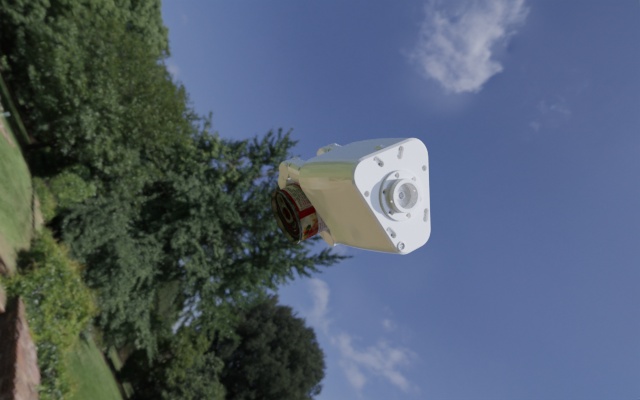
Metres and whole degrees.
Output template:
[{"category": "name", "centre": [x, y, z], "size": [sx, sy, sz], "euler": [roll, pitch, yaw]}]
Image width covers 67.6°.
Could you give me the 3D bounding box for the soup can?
[{"category": "soup can", "centre": [0.000, 0.002, 0.585], "size": [0.102, 0.068, 0.068], "euler": [-23, 10, -25]}]
